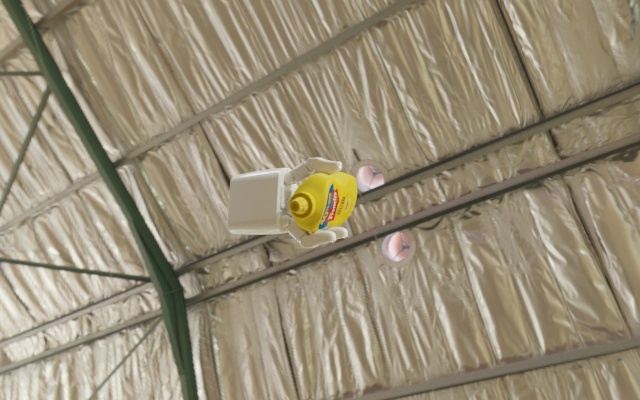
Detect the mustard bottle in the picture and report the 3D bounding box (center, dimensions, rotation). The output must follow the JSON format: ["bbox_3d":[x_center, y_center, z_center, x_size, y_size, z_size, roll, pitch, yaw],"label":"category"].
[{"bbox_3d":[0.001,0.003,0.789,0.058,0.096,0.191,22,12,22],"label":"mustard bottle"}]
